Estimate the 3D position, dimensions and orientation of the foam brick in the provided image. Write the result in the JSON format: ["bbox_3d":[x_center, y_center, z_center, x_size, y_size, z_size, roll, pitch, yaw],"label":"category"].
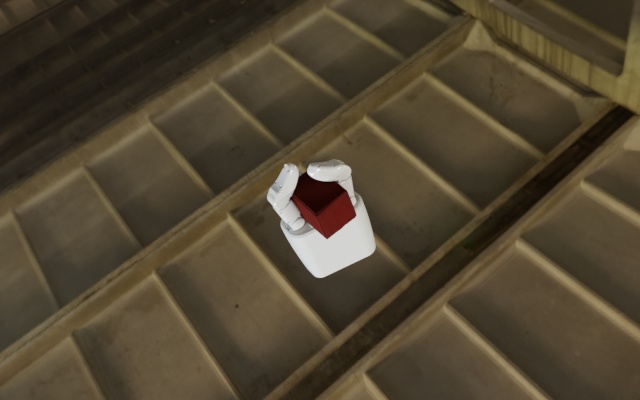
[{"bbox_3d":[0.000,0.002,0.622,0.053,0.051,0.078,-37,44,-13],"label":"foam brick"}]
